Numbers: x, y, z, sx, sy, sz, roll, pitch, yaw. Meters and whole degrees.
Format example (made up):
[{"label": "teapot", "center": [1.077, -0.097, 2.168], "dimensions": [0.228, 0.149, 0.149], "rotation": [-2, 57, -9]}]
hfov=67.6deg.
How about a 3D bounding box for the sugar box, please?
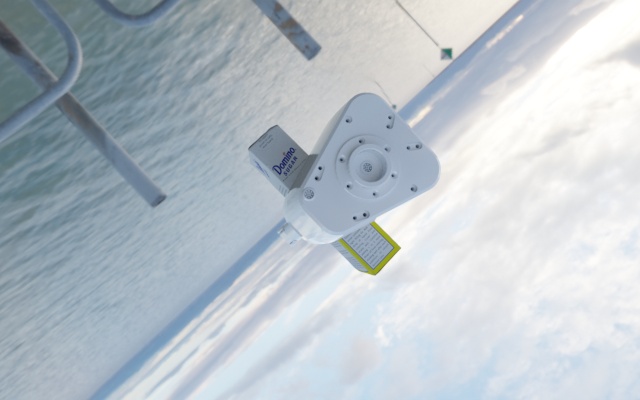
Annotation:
[{"label": "sugar box", "center": [0.001, 0.001, 0.507], "dimensions": [0.048, 0.176, 0.093], "rotation": [-43, 2, -8]}]
